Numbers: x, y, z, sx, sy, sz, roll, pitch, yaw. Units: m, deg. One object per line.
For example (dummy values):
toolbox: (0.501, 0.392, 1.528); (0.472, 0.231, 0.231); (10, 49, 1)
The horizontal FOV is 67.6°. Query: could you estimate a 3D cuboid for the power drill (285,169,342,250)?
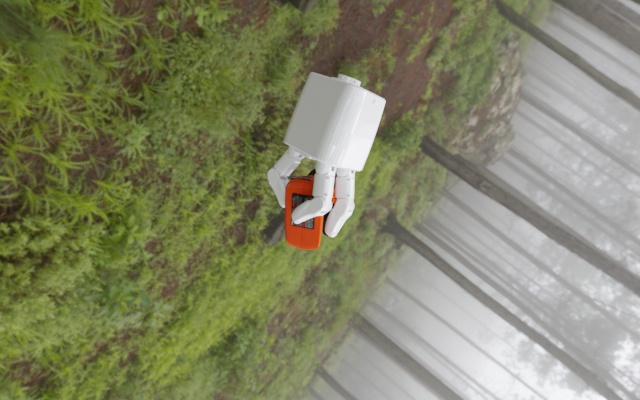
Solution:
power drill: (0.000, 0.002, 0.750); (0.057, 0.184, 0.187); (7, 24, 14)
